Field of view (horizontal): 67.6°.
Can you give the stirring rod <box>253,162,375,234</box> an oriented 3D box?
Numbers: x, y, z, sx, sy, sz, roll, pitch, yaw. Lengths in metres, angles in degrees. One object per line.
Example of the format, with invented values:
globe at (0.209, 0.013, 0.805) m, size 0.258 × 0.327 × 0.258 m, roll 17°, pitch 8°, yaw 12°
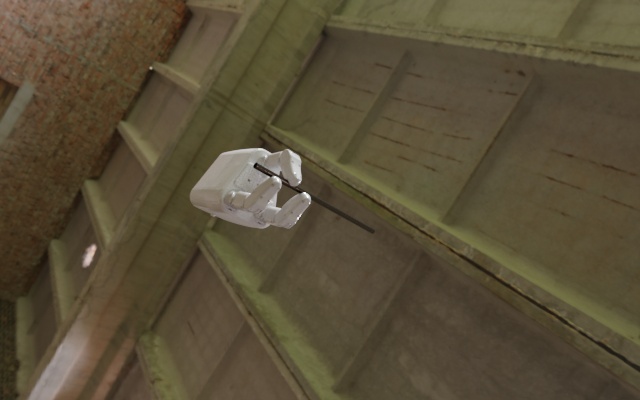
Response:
stirring rod at (0.000, 0.002, 0.676) m, size 0.240 × 0.011 × 0.011 m, roll 29°, pitch -19°, yaw -38°
